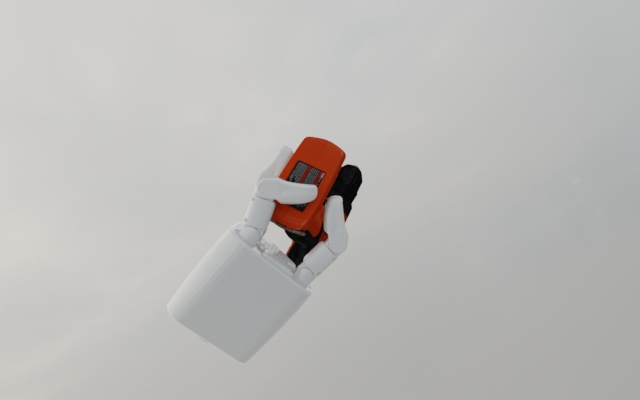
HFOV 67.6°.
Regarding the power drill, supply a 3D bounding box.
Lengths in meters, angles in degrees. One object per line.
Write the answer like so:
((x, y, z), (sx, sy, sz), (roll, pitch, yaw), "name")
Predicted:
((0.000, 0.002, 0.585), (0.057, 0.184, 0.188), (23, -19, 16), "power drill")
